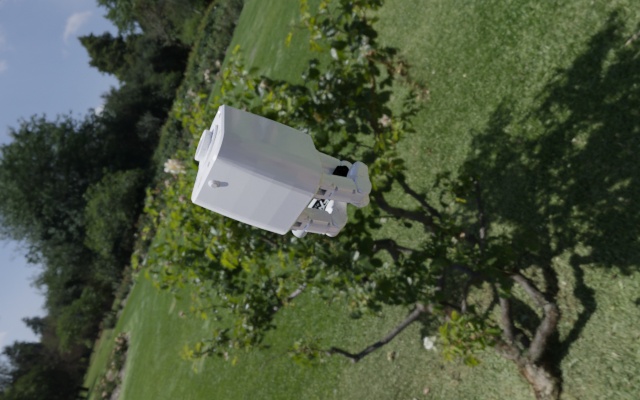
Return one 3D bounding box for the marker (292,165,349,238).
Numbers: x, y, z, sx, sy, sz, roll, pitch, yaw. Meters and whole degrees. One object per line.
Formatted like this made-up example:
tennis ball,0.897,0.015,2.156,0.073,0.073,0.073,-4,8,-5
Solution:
marker,0.000,0.002,0.574,0.020,0.020,0.121,0,-40,-38
